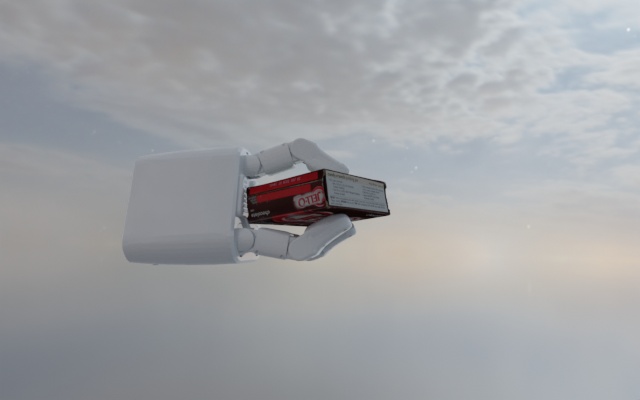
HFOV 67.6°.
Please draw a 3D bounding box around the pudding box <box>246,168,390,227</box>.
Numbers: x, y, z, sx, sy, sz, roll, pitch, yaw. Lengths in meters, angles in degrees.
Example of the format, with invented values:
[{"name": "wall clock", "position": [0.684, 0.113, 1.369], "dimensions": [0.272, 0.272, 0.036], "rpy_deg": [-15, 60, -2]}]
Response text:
[{"name": "pudding box", "position": [0.000, 0.001, 0.451], "dimensions": [0.090, 0.039, 0.113], "rpy_deg": [-10, -8, 34]}]
